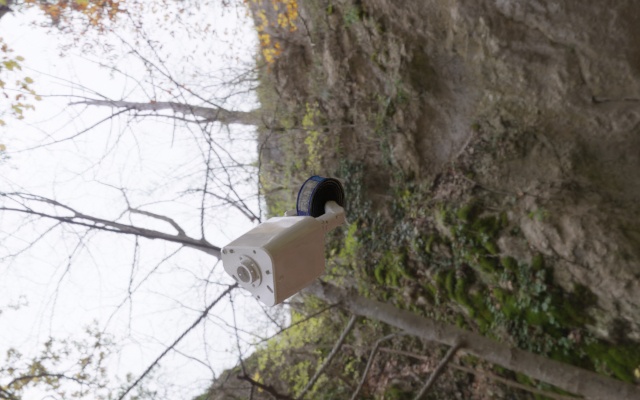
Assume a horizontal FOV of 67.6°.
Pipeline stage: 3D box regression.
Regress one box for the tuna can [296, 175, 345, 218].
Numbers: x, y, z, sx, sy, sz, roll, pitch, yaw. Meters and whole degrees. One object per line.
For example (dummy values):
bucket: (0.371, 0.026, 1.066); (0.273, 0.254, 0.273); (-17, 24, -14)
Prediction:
tuna can: (0.000, 0.002, 0.779); (0.033, 0.086, 0.086); (15, 9, 38)
